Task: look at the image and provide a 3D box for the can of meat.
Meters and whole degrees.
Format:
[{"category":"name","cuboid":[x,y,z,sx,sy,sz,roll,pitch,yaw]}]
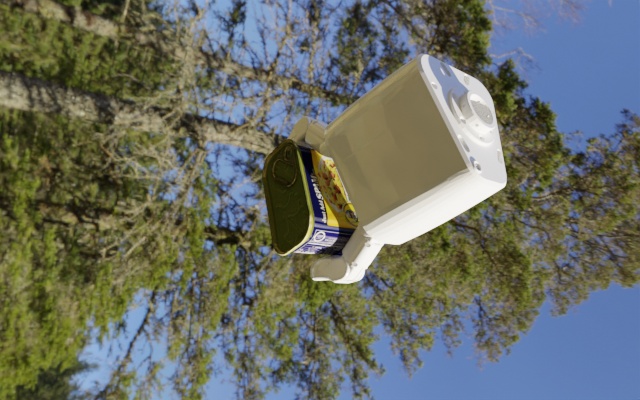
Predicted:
[{"category":"can of meat","cuboid":[0.000,0.002,0.444,0.084,0.102,0.057,10,-34,-37]}]
